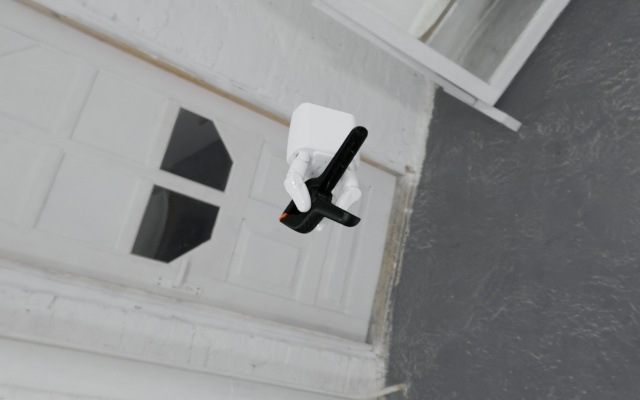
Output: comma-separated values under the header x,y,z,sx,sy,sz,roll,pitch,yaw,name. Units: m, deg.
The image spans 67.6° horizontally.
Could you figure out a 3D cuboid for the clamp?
x,y,z,sx,sy,sz,roll,pitch,yaw,name
-0.001,0.002,0.720,0.036,0.164,0.210,26,-43,-25,clamp
